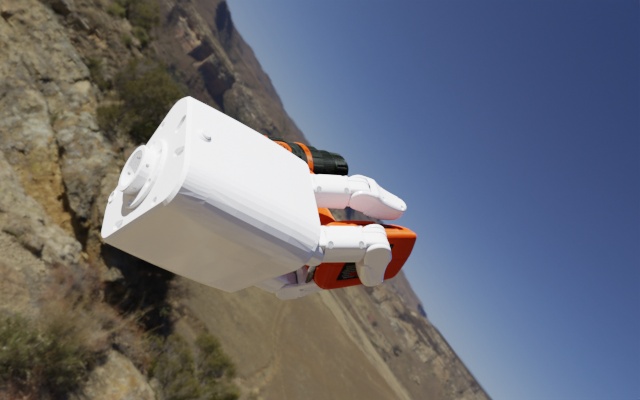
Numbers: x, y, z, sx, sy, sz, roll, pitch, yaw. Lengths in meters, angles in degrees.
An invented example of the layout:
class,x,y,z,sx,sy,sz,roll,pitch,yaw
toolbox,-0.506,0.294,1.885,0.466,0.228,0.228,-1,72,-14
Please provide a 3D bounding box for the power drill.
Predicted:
class,x,y,z,sx,sy,sz,roll,pitch,yaw
power drill,0.000,0.002,0.461,0.184,0.057,0.187,-1,33,-43
